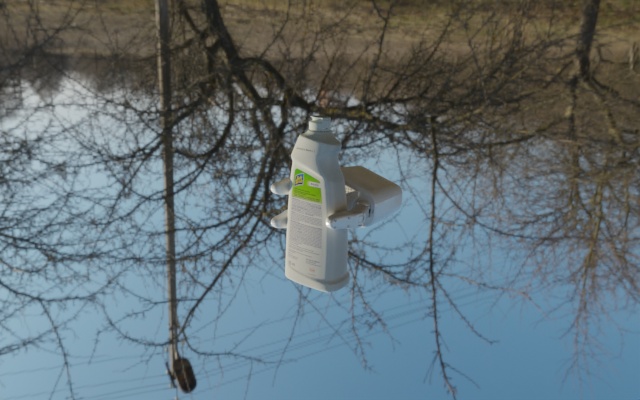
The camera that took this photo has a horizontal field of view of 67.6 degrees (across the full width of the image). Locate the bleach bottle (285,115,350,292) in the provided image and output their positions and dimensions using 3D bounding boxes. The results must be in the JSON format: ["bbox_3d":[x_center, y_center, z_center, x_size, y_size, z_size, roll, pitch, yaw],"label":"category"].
[{"bbox_3d":[0.000,0.002,0.710,0.102,0.251,0.068,13,18,32],"label":"bleach bottle"}]
